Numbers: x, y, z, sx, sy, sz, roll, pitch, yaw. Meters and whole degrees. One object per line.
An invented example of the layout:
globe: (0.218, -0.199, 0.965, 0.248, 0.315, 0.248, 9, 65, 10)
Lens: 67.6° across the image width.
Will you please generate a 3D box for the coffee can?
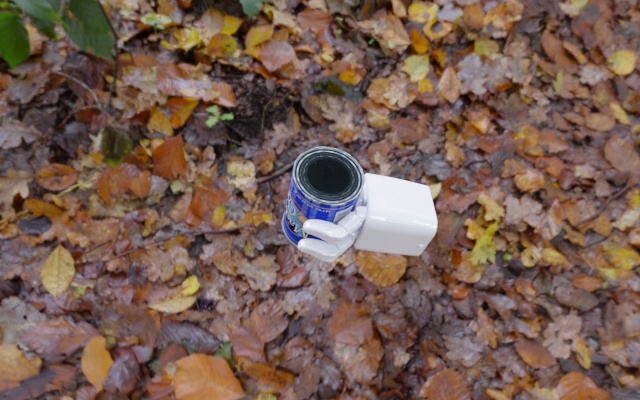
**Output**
coffee can: (0.000, 0.002, 0.723, 0.103, 0.102, 0.140, 0, -33, -12)
